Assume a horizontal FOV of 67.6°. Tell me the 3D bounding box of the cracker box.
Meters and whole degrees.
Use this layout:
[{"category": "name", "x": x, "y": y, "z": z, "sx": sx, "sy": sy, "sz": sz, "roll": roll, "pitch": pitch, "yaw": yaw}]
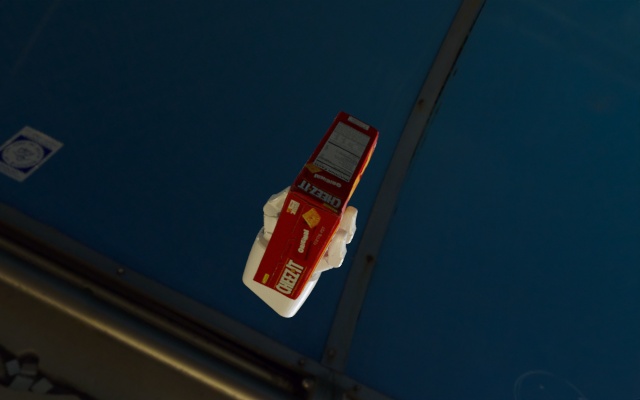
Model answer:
[{"category": "cracker box", "x": 0.000, "y": 0.002, "z": 0.641, "sx": 0.072, "sy": 0.164, "sz": 0.213, "roll": 26, "pitch": 39, "yaw": 1}]
